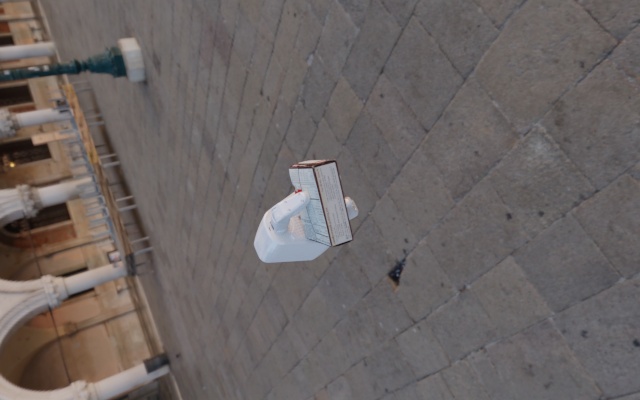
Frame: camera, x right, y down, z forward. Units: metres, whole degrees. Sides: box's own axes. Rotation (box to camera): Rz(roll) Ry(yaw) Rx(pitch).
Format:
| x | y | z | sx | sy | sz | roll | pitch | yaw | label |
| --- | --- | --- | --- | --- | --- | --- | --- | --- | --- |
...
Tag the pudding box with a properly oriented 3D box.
| x | y | z | sx | sy | sz | roll | pitch | yaw | label |
| --- | --- | --- | --- | --- | --- | --- | --- | --- | --- |
| 0.000 | 0.002 | 0.651 | 0.039 | 0.113 | 0.090 | -19 | 11 | -23 | pudding box |
